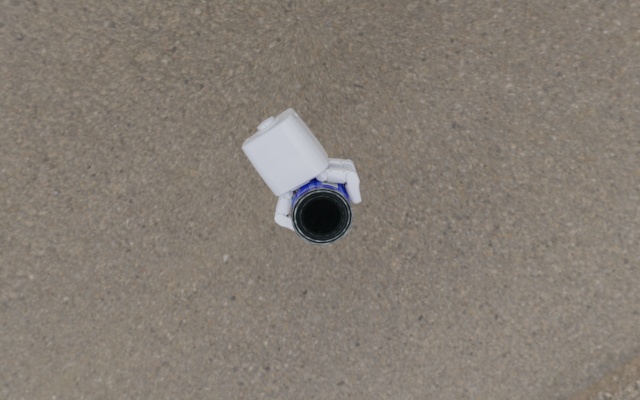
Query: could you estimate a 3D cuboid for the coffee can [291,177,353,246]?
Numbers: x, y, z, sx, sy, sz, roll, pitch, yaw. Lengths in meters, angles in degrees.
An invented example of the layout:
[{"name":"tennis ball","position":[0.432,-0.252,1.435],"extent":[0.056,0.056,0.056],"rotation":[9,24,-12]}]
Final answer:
[{"name":"coffee can","position":[0.000,0.003,0.840],"extent":[0.103,0.103,0.140],"rotation":[0,21,-2]}]
